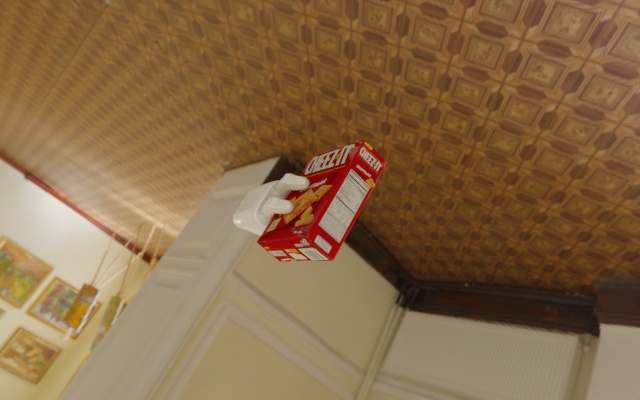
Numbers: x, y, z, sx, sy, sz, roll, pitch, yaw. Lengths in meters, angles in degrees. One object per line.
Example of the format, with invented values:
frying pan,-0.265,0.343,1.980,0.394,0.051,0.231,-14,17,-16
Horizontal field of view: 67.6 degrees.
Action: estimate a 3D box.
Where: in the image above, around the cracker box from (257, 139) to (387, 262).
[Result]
cracker box,0.000,0.003,0.841,0.072,0.213,0.164,43,-28,-23
